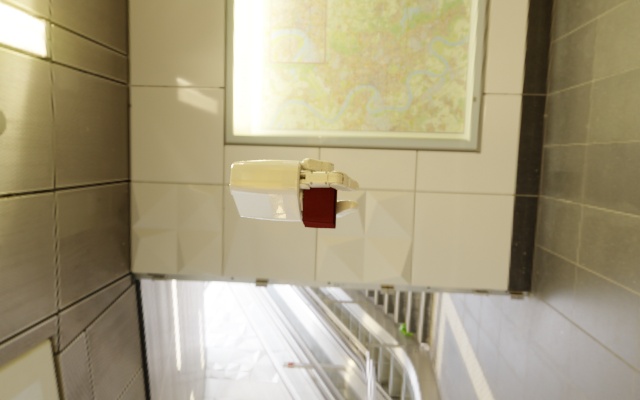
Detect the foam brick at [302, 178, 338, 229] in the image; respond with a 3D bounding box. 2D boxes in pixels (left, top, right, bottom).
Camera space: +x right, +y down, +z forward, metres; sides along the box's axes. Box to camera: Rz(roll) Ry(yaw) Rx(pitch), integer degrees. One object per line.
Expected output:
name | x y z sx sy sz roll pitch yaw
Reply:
foam brick | 0.000 0.003 0.751 0.051 0.078 0.053 2 -14 3
